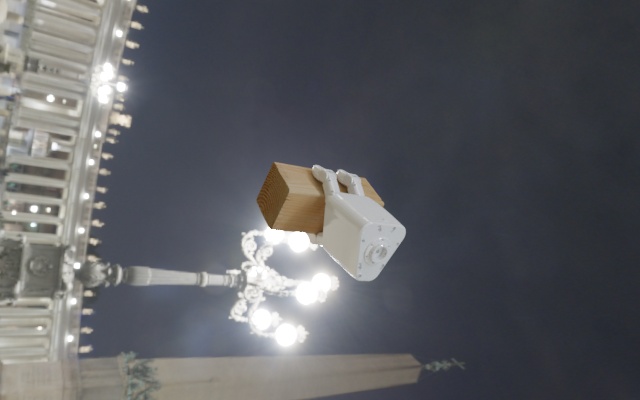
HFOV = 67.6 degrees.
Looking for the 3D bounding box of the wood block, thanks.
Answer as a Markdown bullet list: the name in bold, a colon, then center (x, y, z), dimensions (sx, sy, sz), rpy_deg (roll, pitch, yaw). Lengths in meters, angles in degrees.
- **wood block**: center (0.000, 0.003, 0.884), dimensions (0.206, 0.091, 0.090), rpy_deg (8, 33, -34)
